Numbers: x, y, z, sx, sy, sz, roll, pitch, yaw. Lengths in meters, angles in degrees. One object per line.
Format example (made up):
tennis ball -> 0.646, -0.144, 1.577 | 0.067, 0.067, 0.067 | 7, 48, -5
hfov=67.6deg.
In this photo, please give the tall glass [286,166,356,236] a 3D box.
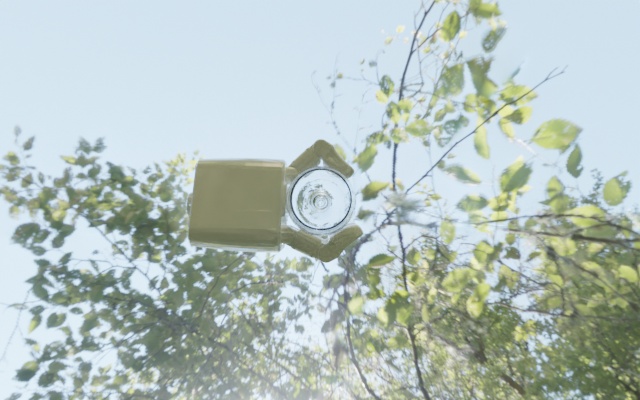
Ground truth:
tall glass -> 0.000, 0.002, 0.571 | 0.079, 0.079, 0.201 | 0, -2, -1
